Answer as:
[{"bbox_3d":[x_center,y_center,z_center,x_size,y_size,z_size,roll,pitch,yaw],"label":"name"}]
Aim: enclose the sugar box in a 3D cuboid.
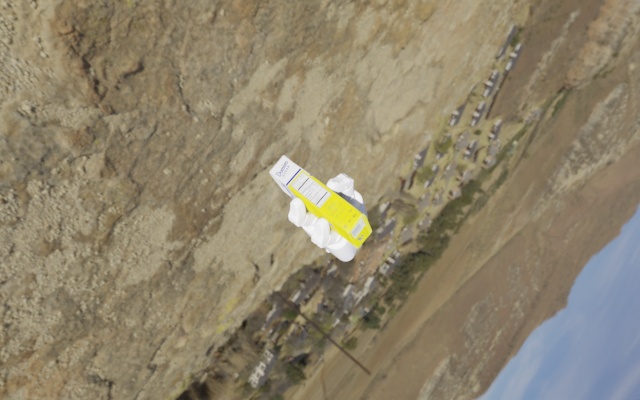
[{"bbox_3d":[0.000,0.003,0.793,0.176,0.048,0.093,34,-10,23],"label":"sugar box"}]
